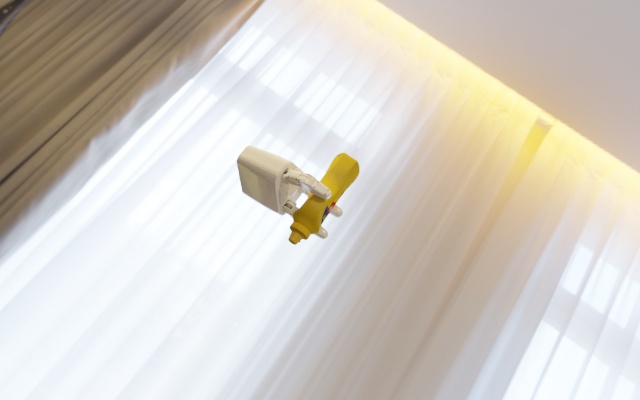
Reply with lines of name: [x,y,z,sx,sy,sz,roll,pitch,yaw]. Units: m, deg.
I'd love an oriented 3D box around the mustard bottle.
mustard bottle: [0.001,0.003,0.896,0.058,0.191,0.096,35,-21,4]
